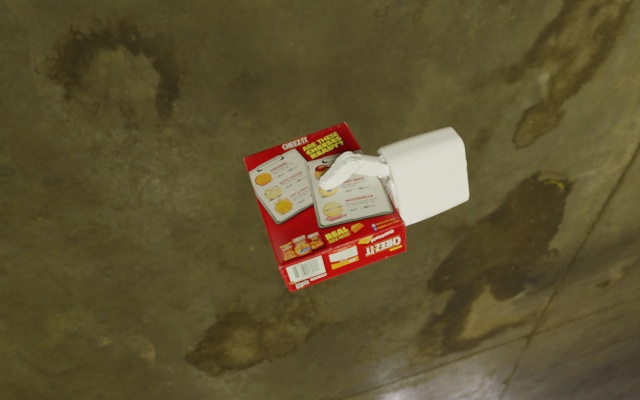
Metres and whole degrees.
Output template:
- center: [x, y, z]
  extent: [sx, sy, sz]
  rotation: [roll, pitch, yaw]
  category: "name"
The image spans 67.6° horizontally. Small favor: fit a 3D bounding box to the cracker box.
- center: [0.000, 0.002, 0.660]
  extent: [0.164, 0.213, 0.072]
  rotation: [-20, -42, -5]
  category: "cracker box"
